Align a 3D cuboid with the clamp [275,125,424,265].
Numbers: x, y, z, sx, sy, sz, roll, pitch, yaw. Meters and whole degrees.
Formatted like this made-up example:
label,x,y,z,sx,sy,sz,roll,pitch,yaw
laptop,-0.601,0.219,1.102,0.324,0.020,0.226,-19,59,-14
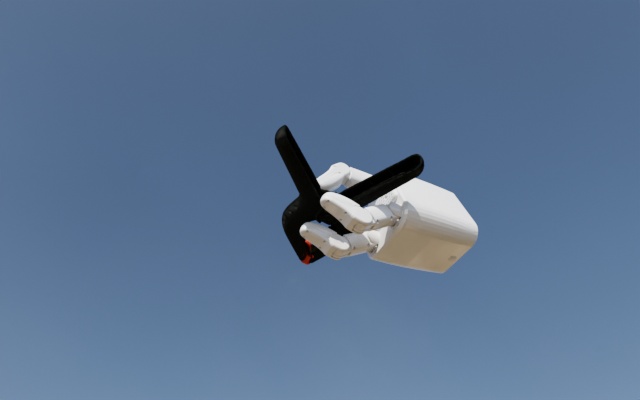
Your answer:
label,x,y,z,sx,sy,sz,roll,pitch,yaw
clamp,0.000,0.002,0.563,0.164,0.036,0.210,16,-46,-17
